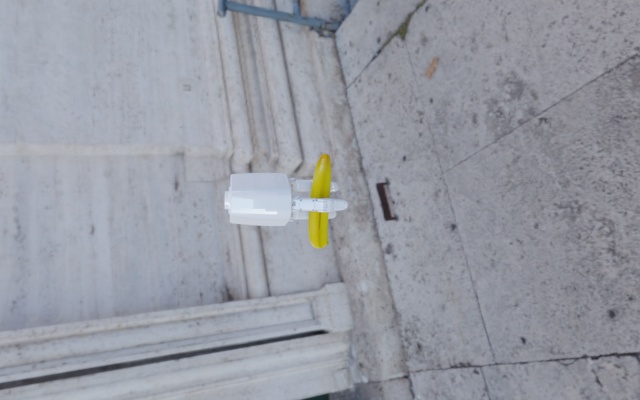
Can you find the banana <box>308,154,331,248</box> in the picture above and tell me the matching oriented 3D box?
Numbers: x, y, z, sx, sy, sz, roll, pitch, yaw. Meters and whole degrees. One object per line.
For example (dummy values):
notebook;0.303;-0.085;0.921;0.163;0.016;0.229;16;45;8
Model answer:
banana;-0.002;0.015;0.878;0.037;0.198;0.069;4;28;3
